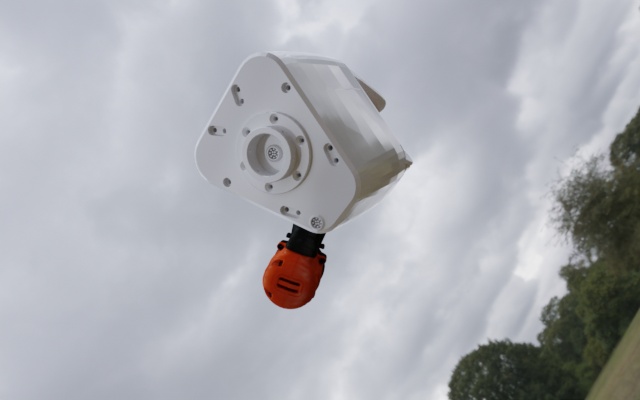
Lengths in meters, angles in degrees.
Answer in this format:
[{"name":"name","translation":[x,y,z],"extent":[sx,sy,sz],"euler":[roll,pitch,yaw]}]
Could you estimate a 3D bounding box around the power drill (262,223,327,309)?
[{"name":"power drill","translation":[0.000,0.001,0.468],"extent":[0.057,0.187,0.184],"euler":[17,3,0]}]
